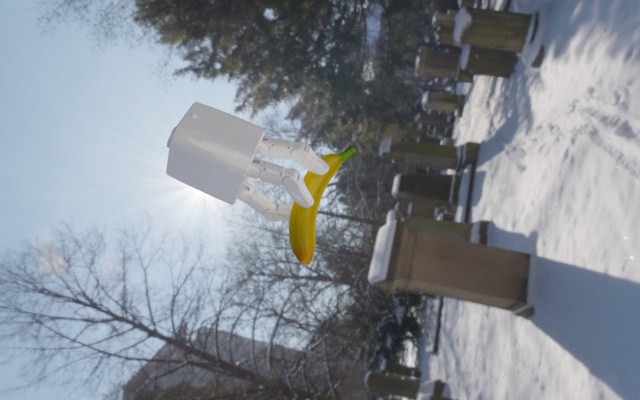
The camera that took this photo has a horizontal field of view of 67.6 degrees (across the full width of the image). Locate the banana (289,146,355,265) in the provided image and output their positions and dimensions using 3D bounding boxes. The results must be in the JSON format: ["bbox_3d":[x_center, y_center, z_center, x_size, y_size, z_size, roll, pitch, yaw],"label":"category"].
[{"bbox_3d":[-0.011,0.003,0.680,0.037,0.197,0.069,37,-31,-28],"label":"banana"}]
